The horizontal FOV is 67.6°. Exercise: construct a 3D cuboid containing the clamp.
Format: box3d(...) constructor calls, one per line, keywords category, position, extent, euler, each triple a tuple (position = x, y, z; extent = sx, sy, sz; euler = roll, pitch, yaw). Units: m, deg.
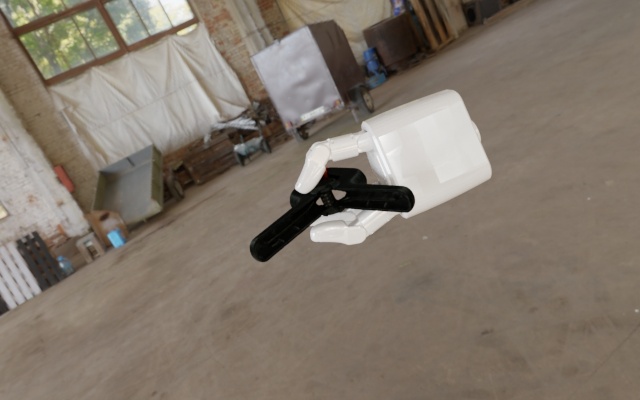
box3d(category="clamp", position=(0.000, 0.001, 0.535), extent=(0.164, 0.036, 0.210), euler=(-20, 16, -2))
